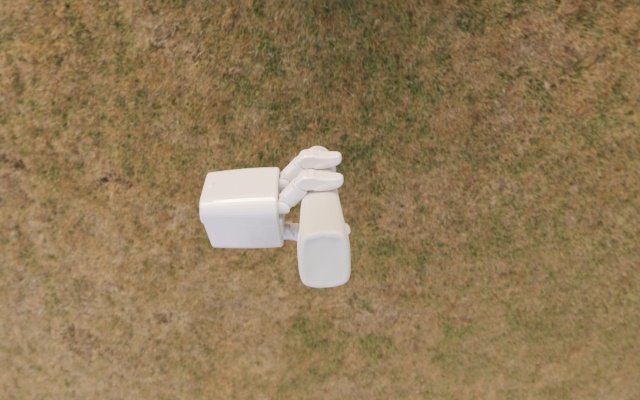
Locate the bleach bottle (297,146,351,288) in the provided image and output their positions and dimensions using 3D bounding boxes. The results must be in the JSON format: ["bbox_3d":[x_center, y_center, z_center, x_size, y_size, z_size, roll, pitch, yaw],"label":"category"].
[{"bbox_3d":[0.000,0.002,0.701,0.068,0.103,0.250,-3,36,0],"label":"bleach bottle"}]
